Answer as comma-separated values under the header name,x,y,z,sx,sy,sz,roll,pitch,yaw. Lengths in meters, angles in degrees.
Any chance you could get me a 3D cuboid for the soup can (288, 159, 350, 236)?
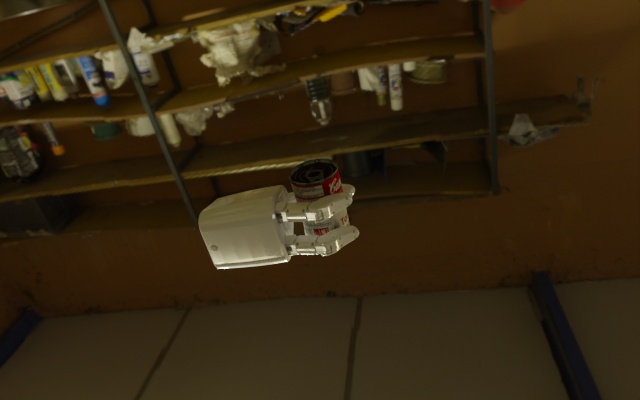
name,x,y,z,sx,sy,sz,roll,pitch,yaw
soup can,0.001,0.002,0.667,0.068,0.102,0.068,-10,30,6
